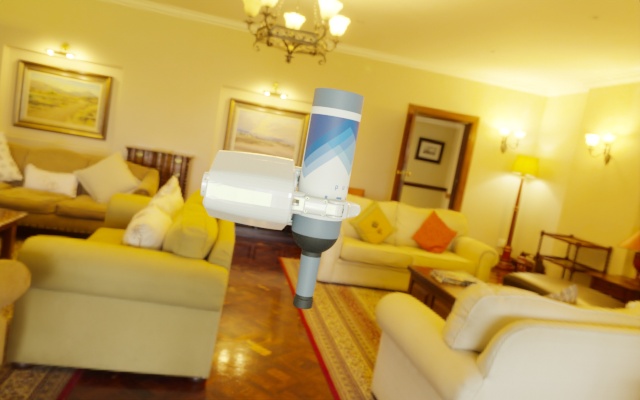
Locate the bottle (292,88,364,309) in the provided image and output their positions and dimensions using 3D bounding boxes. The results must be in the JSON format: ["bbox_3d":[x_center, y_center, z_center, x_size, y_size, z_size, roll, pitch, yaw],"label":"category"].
[{"bbox_3d":[0.000,0.002,0.646,0.069,0.296,0.069,10,6,-1],"label":"bottle"}]
